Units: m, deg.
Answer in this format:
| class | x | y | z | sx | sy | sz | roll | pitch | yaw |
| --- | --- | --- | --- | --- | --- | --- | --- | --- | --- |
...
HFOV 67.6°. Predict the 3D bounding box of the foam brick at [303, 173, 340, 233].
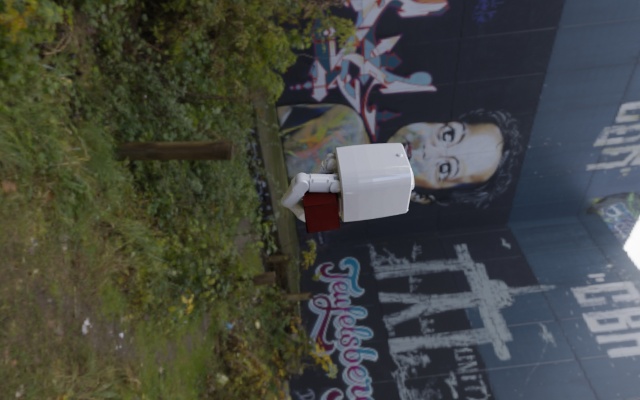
| class | x | y | z | sx | sy | sz | roll | pitch | yaw |
| --- | --- | --- | --- | --- | --- | --- | --- | --- | --- |
| foam brick | 0.000 | 0.003 | 0.724 | 0.051 | 0.053 | 0.078 | -6 | 40 | 0 |
